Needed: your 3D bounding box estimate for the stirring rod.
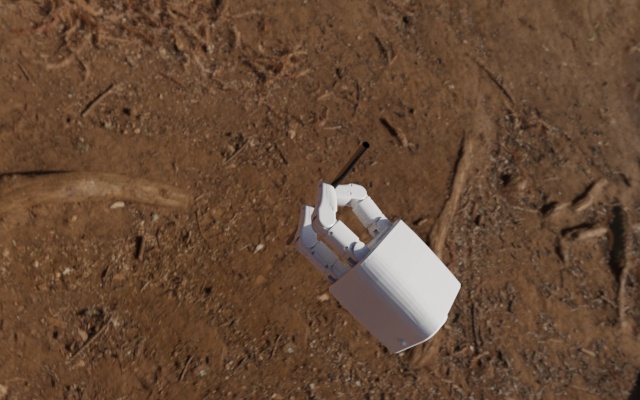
[{"bbox_3d":[0.000,0.002,0.564,0.011,0.011,0.240,0,-28,-25],"label":"stirring rod"}]
